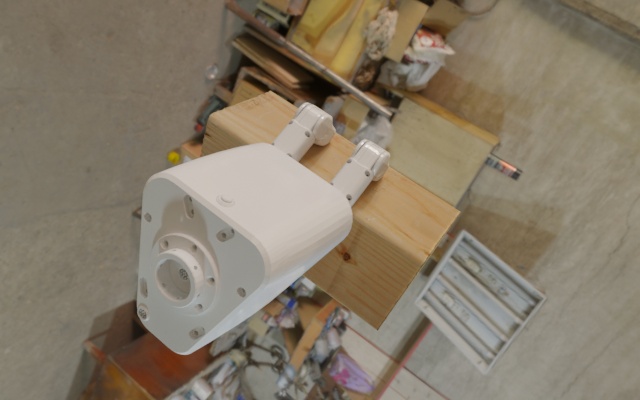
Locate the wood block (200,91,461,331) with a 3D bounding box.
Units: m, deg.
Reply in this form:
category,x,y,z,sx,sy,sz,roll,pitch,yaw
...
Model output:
category,x,y,z,sx,sy,sz,roll,pitch,yaw
wood block,0.000,0.002,0.419,0.206,0.091,0.090,35,39,14
